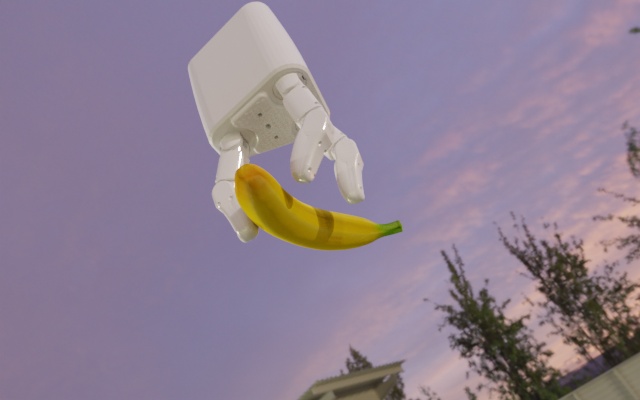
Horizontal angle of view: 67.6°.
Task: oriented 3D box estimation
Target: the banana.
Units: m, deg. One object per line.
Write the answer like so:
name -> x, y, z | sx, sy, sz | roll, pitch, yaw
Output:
banana -> -0.010, 0.013, 0.415 | 0.070, 0.037, 0.198 | -40, -36, 28
